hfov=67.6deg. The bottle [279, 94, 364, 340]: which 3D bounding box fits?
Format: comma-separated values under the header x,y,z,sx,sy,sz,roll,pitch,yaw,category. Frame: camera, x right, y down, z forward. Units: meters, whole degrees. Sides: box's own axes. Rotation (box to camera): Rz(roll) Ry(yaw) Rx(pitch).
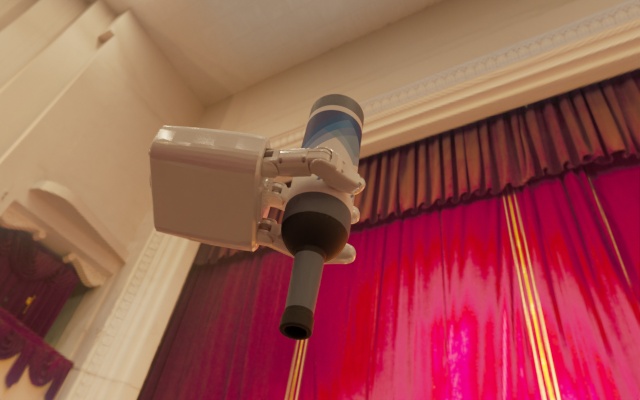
x,y,z,sx,sy,sz,roll,pitch,yaw,category
0.000,0.001,0.486,0.069,0.295,0.069,6,-44,6,bottle
